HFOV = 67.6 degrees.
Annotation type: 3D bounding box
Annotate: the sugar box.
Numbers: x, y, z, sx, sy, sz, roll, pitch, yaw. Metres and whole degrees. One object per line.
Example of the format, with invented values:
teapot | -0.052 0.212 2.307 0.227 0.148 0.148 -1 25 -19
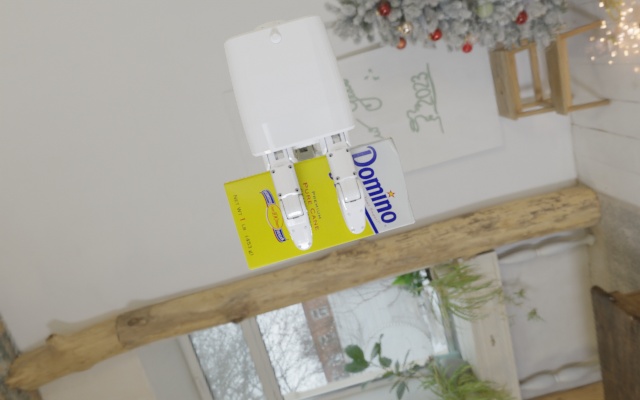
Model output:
sugar box | 0.000 0.002 0.491 0.176 0.093 0.048 -16 6 0
